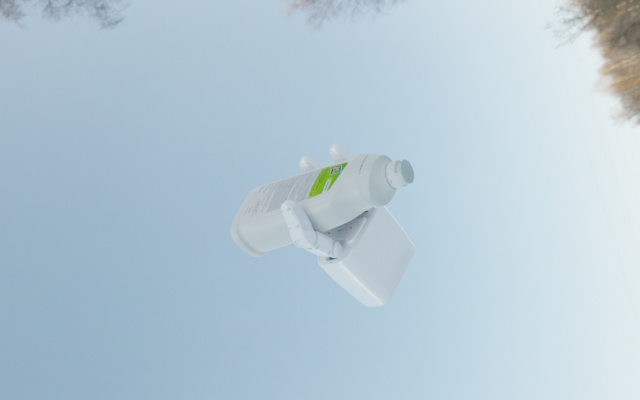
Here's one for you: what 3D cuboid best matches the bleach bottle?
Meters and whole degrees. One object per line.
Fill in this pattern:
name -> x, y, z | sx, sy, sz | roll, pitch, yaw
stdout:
bleach bottle -> 0.000, 0.002, 0.600 | 0.251, 0.102, 0.068 | -16, -51, 39
